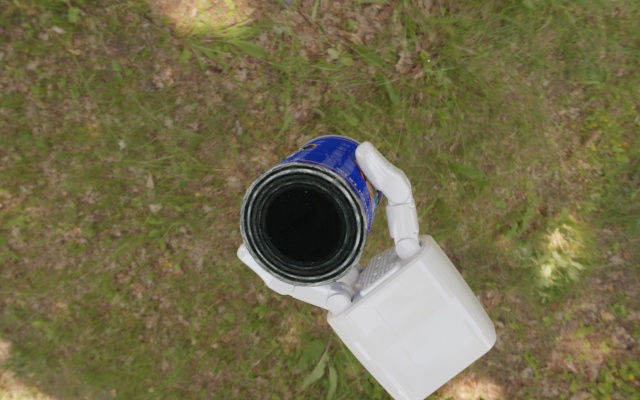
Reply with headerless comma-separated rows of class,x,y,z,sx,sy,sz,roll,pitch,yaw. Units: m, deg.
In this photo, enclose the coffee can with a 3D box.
coffee can,0.000,0.001,0.433,0.103,0.103,0.140,0,16,13
